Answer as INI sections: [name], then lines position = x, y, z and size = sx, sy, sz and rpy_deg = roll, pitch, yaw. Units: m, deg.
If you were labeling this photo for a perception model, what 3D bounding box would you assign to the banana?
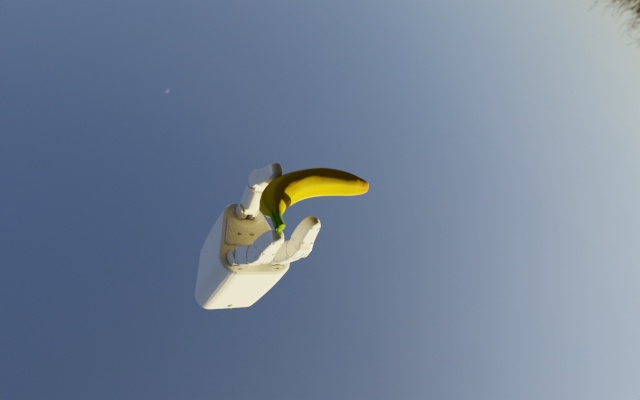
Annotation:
[banana]
position = -0.014, -0.011, 0.598
size = 0.197, 0.069, 0.037
rpy_deg = -25, -22, -50
